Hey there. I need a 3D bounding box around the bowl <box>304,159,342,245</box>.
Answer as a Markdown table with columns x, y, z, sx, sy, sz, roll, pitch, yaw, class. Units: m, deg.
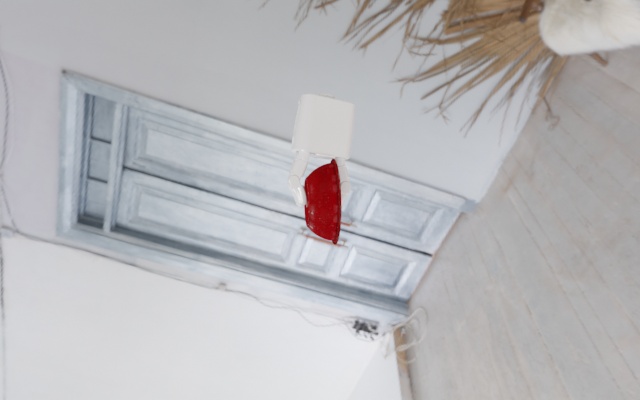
| x | y | z | sx | sy | sz | roll | pitch | yaw | class |
| --- | --- | --- | --- | --- | --- | --- | --- | --- | --- |
| 0.000 | 0.004 | 0.893 | 0.055 | 0.162 | 0.162 | -2 | 0 | -7 | bowl |
